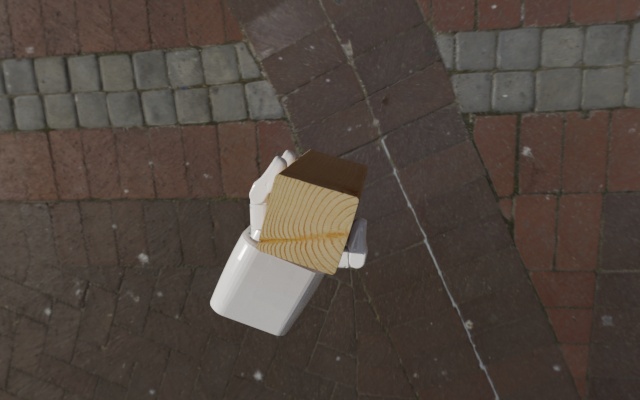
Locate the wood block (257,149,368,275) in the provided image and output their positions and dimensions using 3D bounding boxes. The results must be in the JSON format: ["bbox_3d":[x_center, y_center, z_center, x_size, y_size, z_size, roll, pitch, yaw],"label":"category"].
[{"bbox_3d":[0.000,0.002,0.590,0.091,0.090,0.206,17,15,4],"label":"wood block"}]
